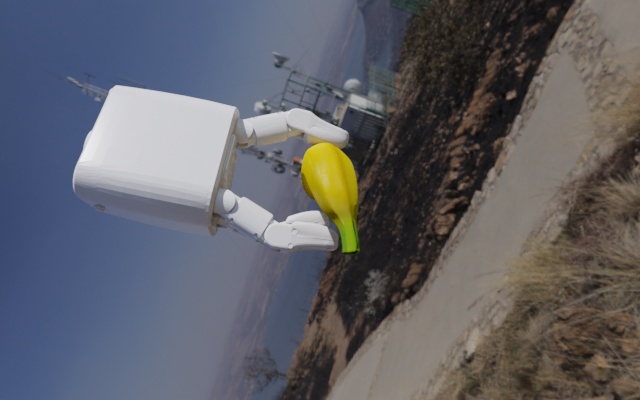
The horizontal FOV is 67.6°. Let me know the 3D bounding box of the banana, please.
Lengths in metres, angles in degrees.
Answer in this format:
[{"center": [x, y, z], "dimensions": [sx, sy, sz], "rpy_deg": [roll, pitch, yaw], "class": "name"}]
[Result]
[{"center": [0.002, -0.016, 0.411], "dimensions": [0.037, 0.069, 0.197], "rpy_deg": [4, 12, -7], "class": "banana"}]
